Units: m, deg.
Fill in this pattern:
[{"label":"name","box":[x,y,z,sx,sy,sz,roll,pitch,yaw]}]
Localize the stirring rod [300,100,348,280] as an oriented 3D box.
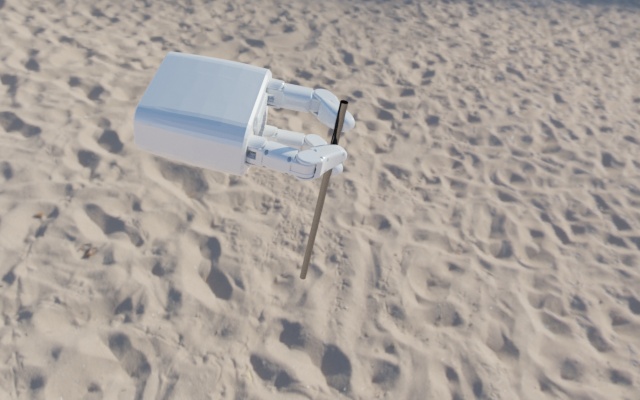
[{"label":"stirring rod","box":[0.000,0.002,0.515,0.011,0.240,0.011,8,38,-6]}]
